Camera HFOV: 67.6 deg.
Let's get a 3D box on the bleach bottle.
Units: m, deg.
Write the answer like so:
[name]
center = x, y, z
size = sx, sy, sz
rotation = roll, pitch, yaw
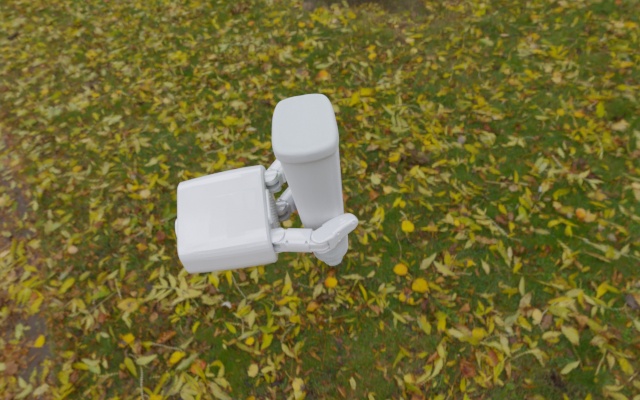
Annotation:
[bleach bottle]
center = 0.000, 0.002, 0.579
size = 0.068, 0.102, 0.251
rotation = -9, -44, 3
